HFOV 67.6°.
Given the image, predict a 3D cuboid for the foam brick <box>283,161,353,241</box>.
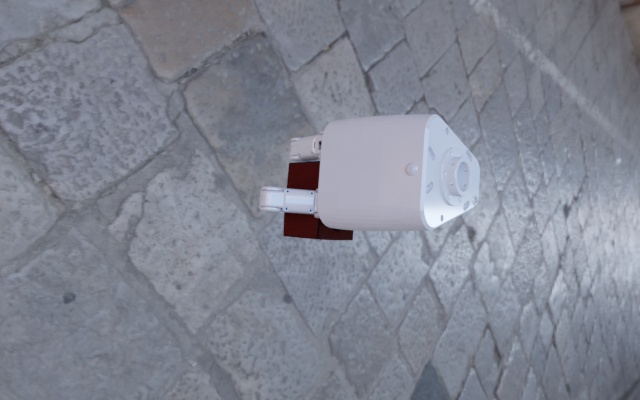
[{"bbox_3d":[0.000,0.002,0.485,0.051,0.078,0.053,2,-3,43],"label":"foam brick"}]
